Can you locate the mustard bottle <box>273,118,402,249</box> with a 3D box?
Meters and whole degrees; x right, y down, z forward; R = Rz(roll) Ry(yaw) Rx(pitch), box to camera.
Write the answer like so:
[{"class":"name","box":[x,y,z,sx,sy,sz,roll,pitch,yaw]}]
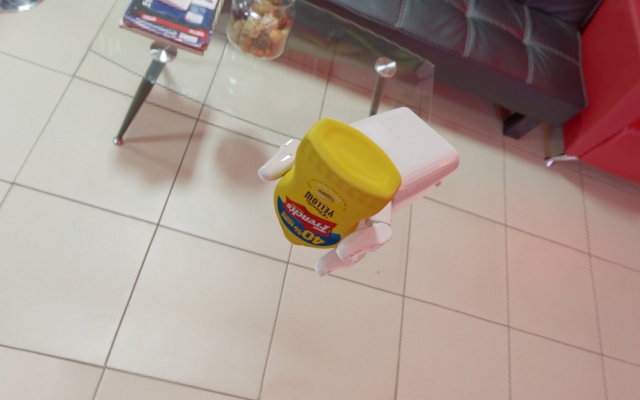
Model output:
[{"class":"mustard bottle","box":[0.000,0.002,0.494,0.096,0.058,0.192,37,-32,-1]}]
